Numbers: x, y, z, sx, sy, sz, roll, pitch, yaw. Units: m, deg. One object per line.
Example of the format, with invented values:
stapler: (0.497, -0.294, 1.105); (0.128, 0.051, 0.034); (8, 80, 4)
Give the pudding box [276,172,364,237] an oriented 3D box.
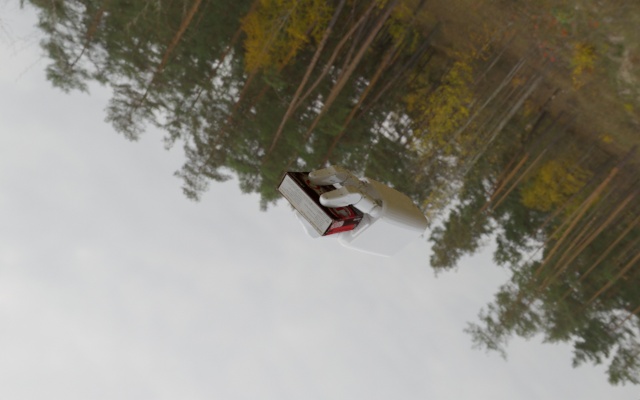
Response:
pudding box: (0.000, 0.003, 0.736); (0.113, 0.039, 0.090); (43, 24, 23)
